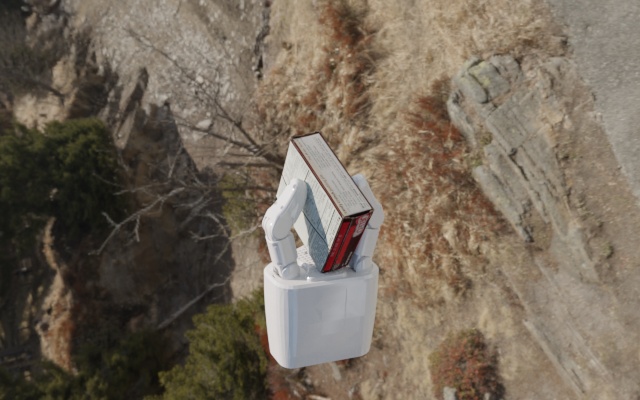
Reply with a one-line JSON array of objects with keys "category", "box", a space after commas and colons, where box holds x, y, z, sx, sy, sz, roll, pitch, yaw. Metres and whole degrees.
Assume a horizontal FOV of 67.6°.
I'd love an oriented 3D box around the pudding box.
[{"category": "pudding box", "box": [0.000, 0.002, 0.476, 0.039, 0.113, 0.090, -15, -35, -29]}]
